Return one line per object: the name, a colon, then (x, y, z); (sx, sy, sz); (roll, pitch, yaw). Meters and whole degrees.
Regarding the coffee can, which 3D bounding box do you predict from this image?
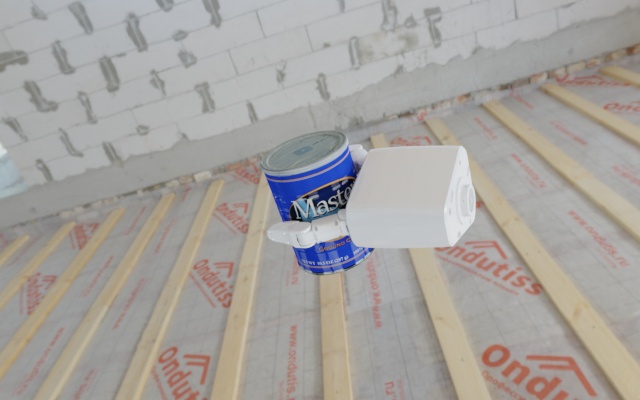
coffee can: (0.000, 0.002, 0.567); (0.103, 0.140, 0.102); (-15, 26, 7)
